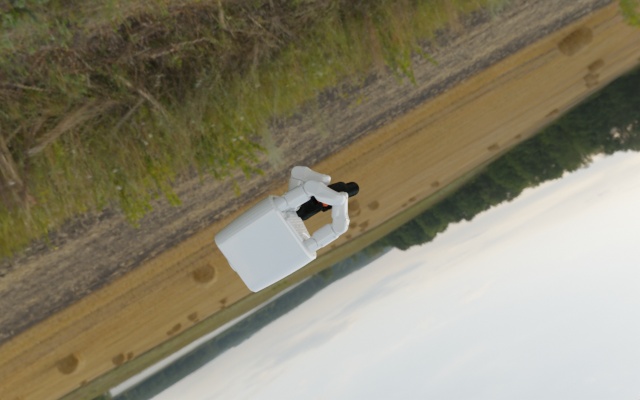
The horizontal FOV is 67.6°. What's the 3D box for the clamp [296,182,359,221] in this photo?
[{"bbox_3d":[0.000,0.003,0.771,0.120,0.039,0.171,-33,-7,9],"label":"clamp"}]
